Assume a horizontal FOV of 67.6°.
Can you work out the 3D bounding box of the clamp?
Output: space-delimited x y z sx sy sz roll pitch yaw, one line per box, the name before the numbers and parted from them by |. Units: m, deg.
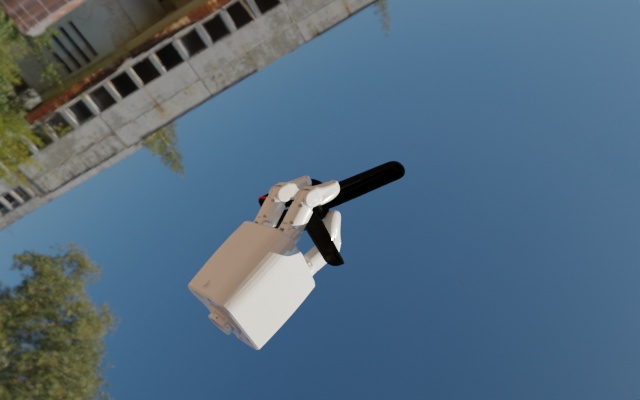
clamp | 0.000 0.003 0.622 0.210 0.036 0.164 10 49 49
